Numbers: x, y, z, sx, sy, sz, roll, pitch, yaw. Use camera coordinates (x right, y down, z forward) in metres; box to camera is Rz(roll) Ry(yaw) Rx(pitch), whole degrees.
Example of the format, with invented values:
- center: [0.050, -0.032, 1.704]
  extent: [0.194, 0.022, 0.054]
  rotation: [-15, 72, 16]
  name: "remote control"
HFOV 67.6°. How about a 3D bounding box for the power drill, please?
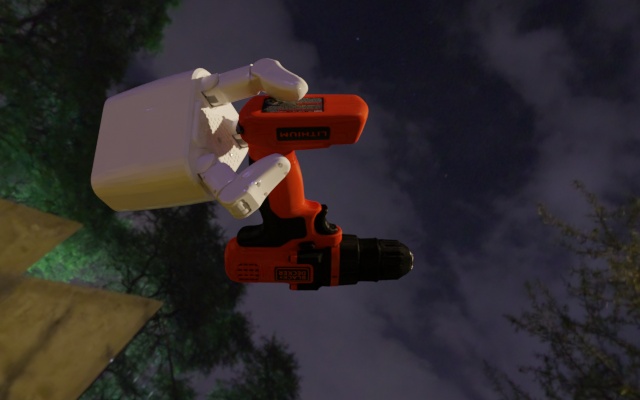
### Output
- center: [0.000, 0.001, 0.434]
  extent: [0.184, 0.188, 0.057]
  rotation: [-1, 30, -3]
  name: "power drill"
